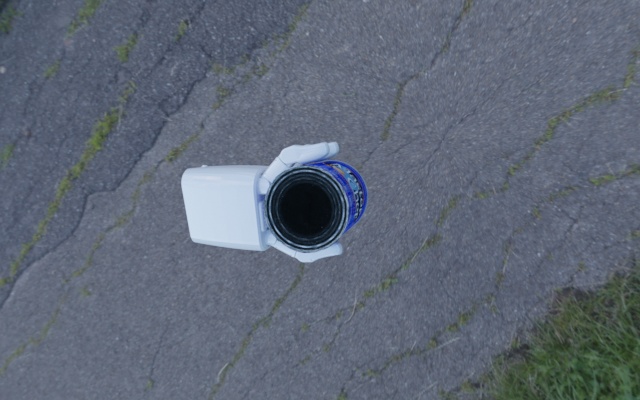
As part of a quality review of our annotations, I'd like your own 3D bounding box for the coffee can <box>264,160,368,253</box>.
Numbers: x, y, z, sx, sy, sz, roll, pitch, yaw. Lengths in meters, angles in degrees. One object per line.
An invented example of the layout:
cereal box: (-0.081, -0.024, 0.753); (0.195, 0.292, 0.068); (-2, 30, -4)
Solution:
coffee can: (0.000, 0.002, 0.613); (0.103, 0.103, 0.140); (0, 7, 14)
